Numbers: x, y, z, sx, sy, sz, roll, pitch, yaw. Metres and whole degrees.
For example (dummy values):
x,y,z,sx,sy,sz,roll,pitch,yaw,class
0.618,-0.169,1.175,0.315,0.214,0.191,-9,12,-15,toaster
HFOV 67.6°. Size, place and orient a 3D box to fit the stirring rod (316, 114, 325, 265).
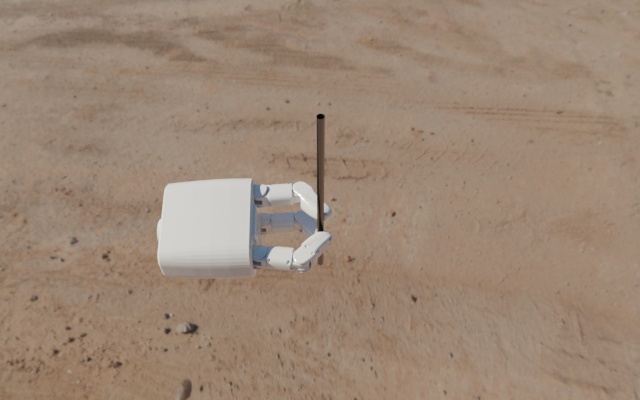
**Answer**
x,y,z,sx,sy,sz,roll,pitch,yaw,class
0.000,0.002,0.530,0.011,0.011,0.240,0,-41,0,stirring rod
